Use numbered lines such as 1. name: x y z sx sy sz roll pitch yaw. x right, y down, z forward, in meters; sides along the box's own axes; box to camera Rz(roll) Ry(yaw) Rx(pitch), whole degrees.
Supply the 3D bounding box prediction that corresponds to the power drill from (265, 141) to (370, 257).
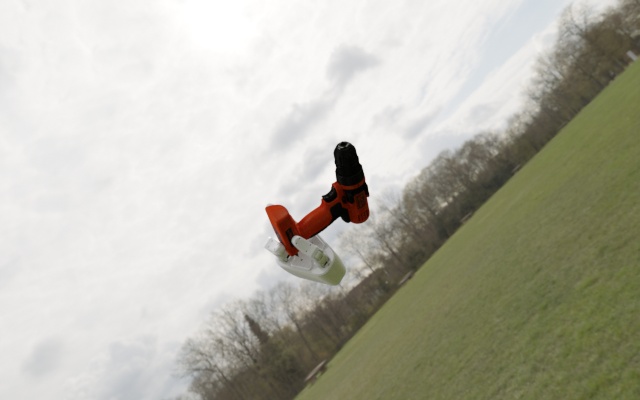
1. power drill: 0.000 0.003 0.843 0.187 0.185 0.057 -29 43 -13
